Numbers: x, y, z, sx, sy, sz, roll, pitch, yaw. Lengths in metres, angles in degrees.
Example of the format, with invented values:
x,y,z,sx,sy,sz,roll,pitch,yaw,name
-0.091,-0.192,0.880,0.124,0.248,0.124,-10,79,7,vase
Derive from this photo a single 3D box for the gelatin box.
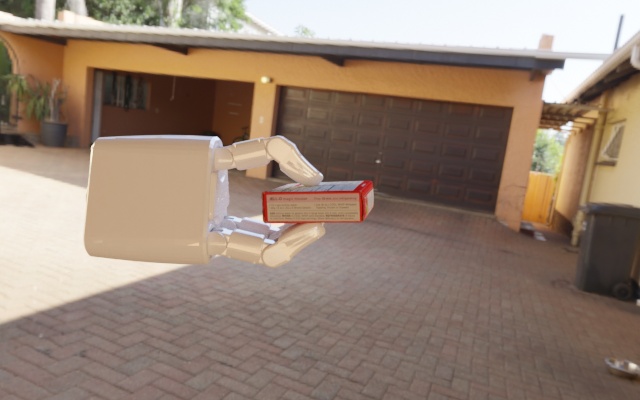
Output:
x,y,z,sx,sy,sz,roll,pitch,yaw,name
0.000,0.001,0.432,0.089,0.030,0.073,-2,8,13,gelatin box
